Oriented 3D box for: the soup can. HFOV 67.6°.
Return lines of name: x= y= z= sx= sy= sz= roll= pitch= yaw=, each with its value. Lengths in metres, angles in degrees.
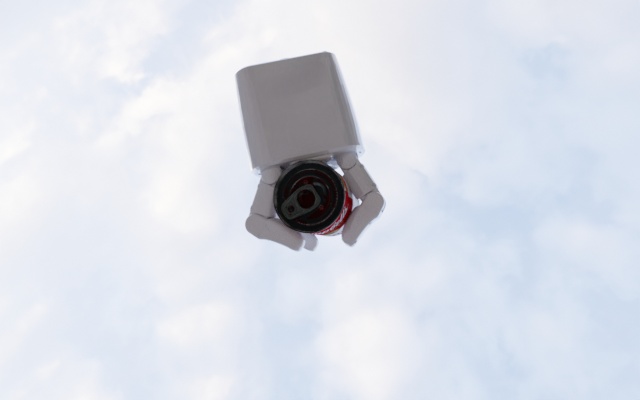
soup can: x=0.000 y=0.002 z=0.481 sx=0.068 sy=0.068 sz=0.102 roll=0 pitch=-6 yaw=13
